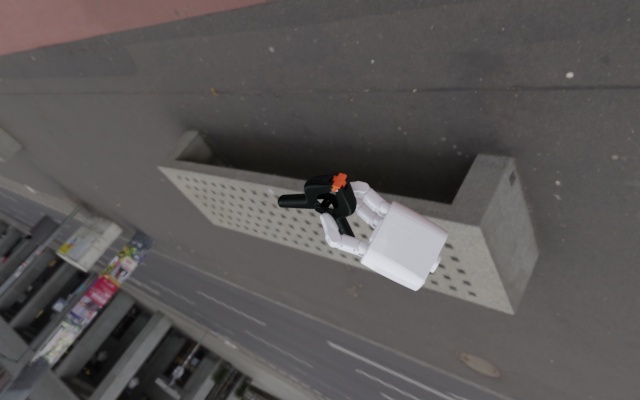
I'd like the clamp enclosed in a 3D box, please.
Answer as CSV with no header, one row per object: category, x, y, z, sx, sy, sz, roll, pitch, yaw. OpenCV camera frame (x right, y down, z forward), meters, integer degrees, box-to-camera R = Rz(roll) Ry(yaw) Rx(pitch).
clamp,0.000,0.003,0.828,0.164,0.036,0.210,26,-25,6
